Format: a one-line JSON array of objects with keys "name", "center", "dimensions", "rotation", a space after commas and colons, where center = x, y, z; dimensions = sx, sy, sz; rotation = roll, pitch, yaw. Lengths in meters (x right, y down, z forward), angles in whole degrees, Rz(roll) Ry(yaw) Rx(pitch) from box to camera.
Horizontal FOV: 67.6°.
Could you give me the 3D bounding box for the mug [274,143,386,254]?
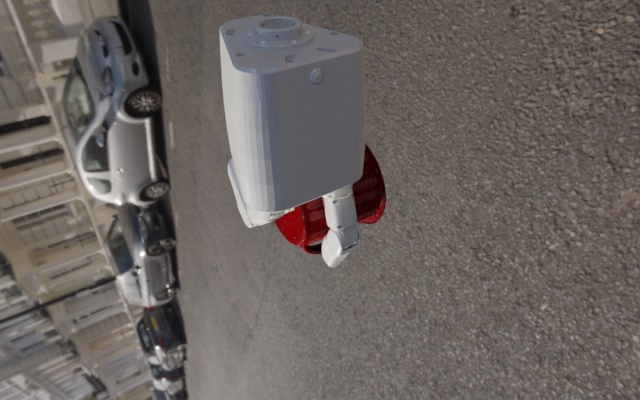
[{"name": "mug", "center": [0.000, 0.003, 0.447], "dimensions": [0.081, 0.117, 0.093], "rotation": [-21, 41, -25]}]
